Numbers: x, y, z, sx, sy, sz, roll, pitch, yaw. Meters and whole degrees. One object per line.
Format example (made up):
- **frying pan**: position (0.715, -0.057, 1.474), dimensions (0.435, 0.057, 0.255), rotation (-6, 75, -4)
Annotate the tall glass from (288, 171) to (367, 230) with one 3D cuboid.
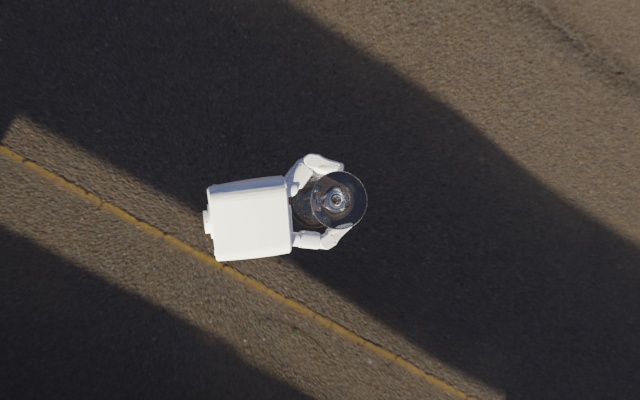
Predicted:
- **tall glass**: position (0.000, 0.002, 0.696), dimensions (0.079, 0.079, 0.201), rotation (0, -1, -13)
